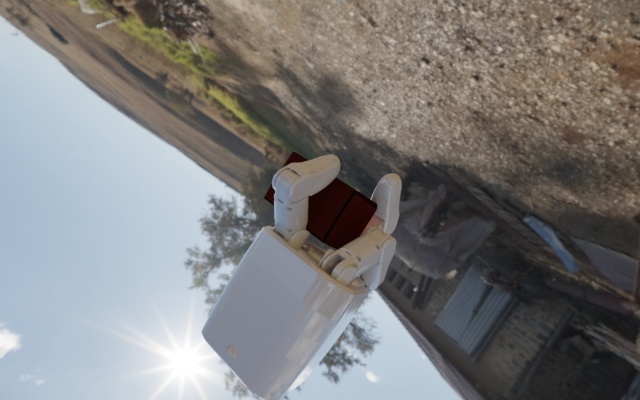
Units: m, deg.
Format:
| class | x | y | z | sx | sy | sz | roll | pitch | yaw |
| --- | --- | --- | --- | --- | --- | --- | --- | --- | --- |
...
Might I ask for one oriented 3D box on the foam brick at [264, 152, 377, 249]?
| class | x | y | z | sx | sy | sz | roll | pitch | yaw |
| --- | --- | --- | --- | --- | --- | --- | --- | --- | --- |
| foam brick | 0.000 | 0.001 | 0.422 | 0.078 | 0.051 | 0.053 | 35 | 3 | 34 |
